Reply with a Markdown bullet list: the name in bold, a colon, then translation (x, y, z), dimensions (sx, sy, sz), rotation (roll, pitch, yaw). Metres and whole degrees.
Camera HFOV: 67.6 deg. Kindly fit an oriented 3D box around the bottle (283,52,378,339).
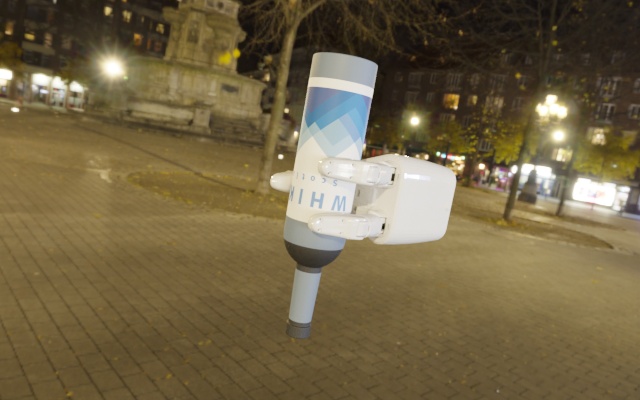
- **bottle**: translation (0.000, 0.001, 0.503), dimensions (0.069, 0.296, 0.069), rotation (10, 7, -1)
